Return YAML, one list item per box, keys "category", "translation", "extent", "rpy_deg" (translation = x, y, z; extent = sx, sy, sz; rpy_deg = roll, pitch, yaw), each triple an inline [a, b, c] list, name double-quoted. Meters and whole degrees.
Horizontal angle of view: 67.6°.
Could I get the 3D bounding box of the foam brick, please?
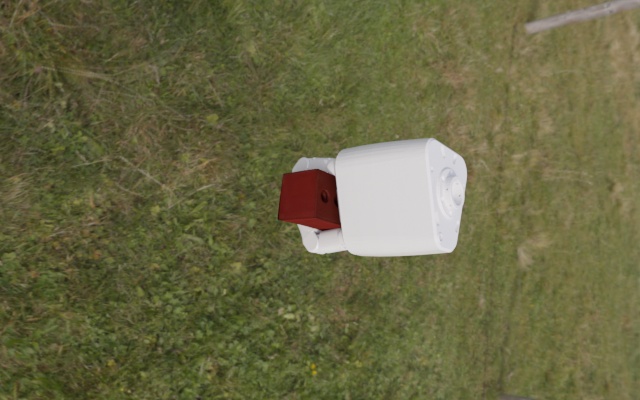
- category: "foam brick"
  translation: [0.000, 0.002, 0.521]
  extent: [0.051, 0.053, 0.078]
  rpy_deg: [-5, -15, 40]
